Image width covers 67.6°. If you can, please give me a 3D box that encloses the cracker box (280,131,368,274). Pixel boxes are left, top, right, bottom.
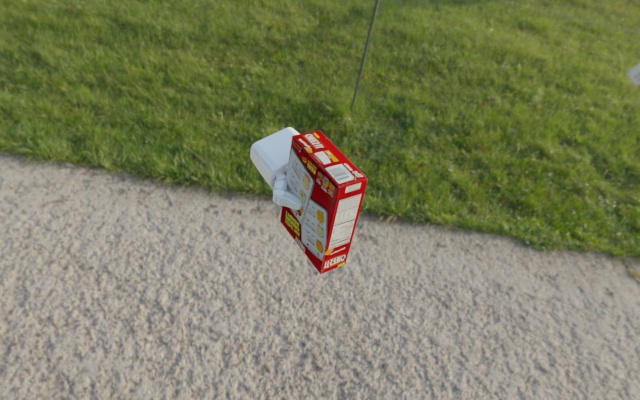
[{"bbox_3d":[0.000,0.003,0.899,0.072,0.214,0.164,-16,46,-29],"label":"cracker box"}]
